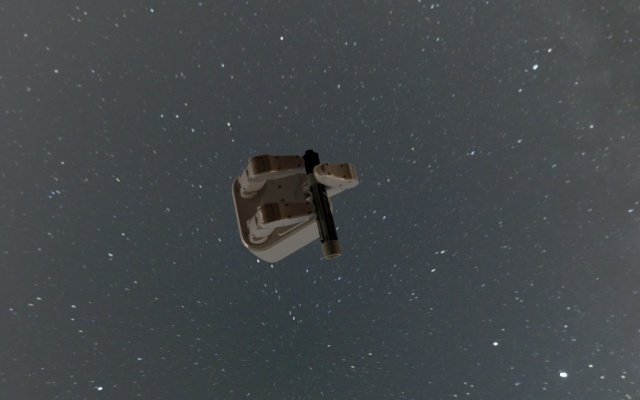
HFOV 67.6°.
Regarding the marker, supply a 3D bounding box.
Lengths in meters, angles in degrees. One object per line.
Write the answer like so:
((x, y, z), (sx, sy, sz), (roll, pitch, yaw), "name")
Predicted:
((0.000, 0.002, 0.509), (0.020, 0.121, 0.020), (-12, -17, -4), "marker")
